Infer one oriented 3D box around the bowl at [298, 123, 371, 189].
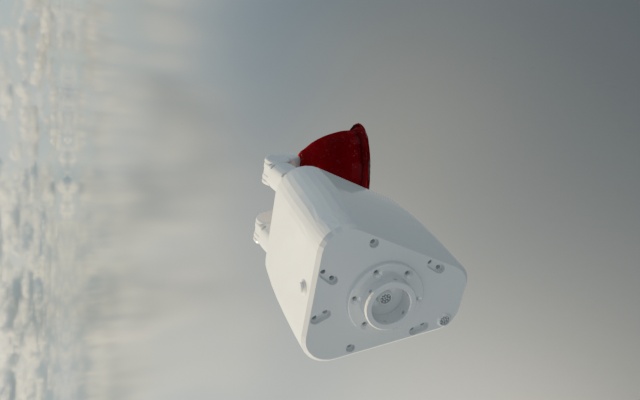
[{"bbox_3d":[-0.001,0.001,0.466,0.055,0.162,0.162,8,-1,-9],"label":"bowl"}]
